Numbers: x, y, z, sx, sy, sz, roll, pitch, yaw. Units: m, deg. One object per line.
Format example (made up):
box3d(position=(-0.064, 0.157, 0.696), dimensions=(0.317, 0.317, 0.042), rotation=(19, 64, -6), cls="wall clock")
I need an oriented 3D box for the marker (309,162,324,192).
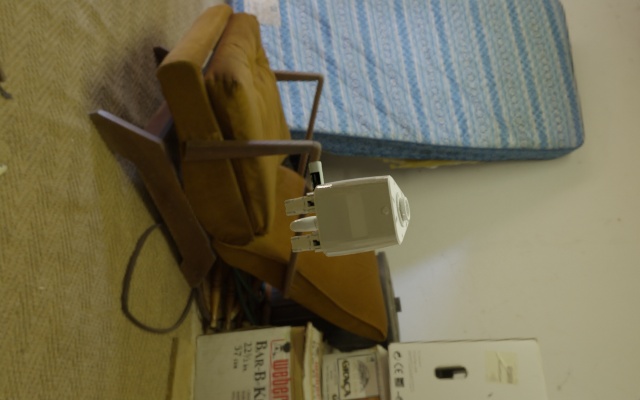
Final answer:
box3d(position=(0.000, 0.002, 0.718), dimensions=(0.020, 0.121, 0.020), rotation=(-8, -3, 0), cls="marker")
